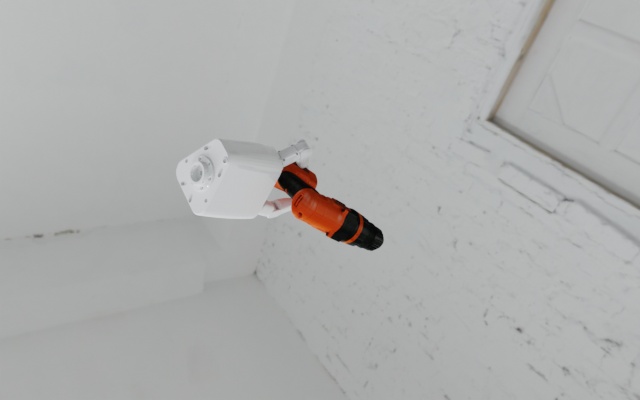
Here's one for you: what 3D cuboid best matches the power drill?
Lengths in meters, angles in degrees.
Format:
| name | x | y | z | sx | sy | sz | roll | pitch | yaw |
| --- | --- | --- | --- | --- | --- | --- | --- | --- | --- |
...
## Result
| name | x | y | z | sx | sy | sz | roll | pitch | yaw |
| --- | --- | --- | --- | --- | --- | --- | --- | --- | --- |
| power drill | 0.000 | 0.002 | 0.758 | 0.184 | 0.057 | 0.187 | 30 | 7 | -41 |
